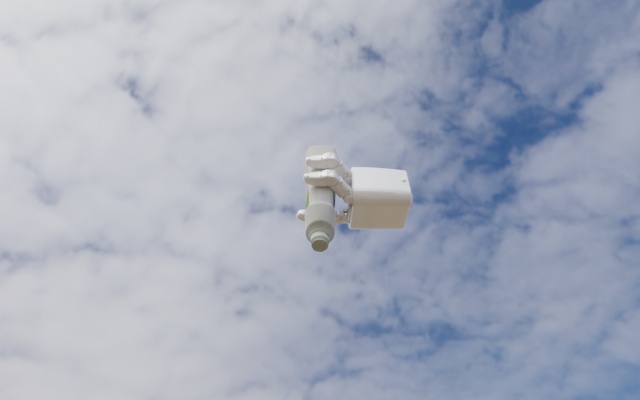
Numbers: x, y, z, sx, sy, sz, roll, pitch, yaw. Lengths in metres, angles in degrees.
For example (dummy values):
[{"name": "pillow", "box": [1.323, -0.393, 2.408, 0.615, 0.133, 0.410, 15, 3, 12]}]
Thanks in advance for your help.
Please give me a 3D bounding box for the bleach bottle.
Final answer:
[{"name": "bleach bottle", "box": [0.000, 0.003, 0.882, 0.068, 0.103, 0.250, 1, 39, 0]}]
